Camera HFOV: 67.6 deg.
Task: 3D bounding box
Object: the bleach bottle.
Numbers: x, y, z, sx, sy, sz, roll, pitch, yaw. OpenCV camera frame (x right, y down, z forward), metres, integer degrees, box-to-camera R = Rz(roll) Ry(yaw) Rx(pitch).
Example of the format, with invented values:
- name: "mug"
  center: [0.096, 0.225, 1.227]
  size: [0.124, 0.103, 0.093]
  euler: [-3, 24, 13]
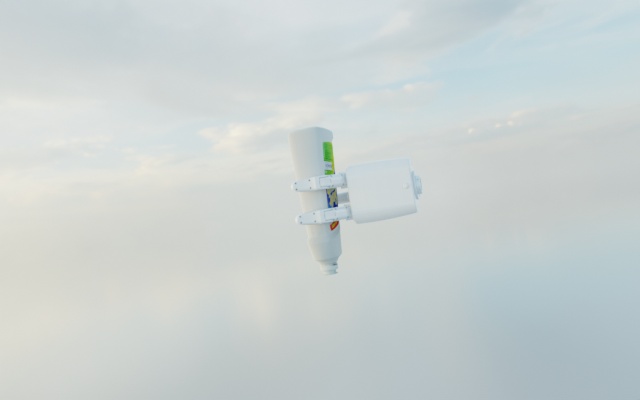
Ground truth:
- name: "bleach bottle"
  center: [0.000, 0.003, 0.835]
  size: [0.068, 0.251, 0.102]
  euler: [-9, -1, 17]
